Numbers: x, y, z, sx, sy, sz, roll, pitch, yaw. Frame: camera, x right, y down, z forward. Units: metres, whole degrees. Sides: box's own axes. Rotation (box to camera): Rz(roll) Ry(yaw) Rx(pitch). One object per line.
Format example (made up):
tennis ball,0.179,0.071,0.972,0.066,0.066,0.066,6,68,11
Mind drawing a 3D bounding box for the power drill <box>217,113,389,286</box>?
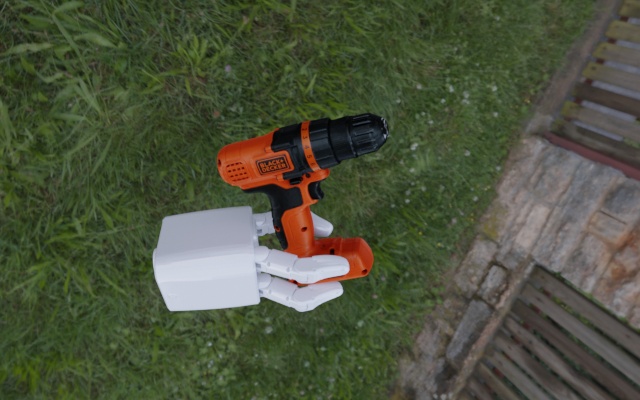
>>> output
power drill,0.000,0.002,0.528,0.184,0.188,0.057,-10,28,17
